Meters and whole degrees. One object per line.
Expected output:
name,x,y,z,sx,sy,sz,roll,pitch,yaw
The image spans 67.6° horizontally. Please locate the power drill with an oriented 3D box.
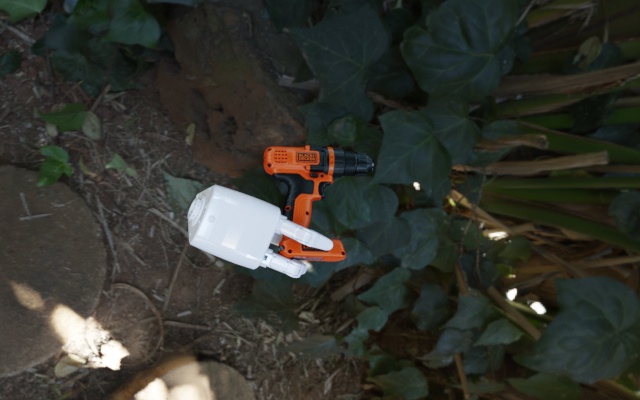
power drill,0.000,0.003,0.772,0.184,0.187,0.057,1,-16,-10
